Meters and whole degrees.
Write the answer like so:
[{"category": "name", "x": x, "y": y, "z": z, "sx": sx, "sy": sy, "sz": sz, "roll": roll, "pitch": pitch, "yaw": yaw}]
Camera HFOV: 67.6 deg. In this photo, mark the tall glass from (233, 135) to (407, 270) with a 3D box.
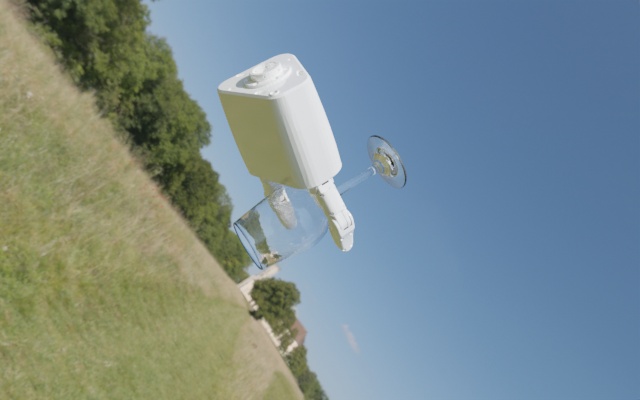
[{"category": "tall glass", "x": 0.001, "y": 0.002, "z": 0.559, "sx": 0.201, "sy": 0.079, "sz": 0.079, "roll": -32, "pitch": 10, "yaw": -16}]
